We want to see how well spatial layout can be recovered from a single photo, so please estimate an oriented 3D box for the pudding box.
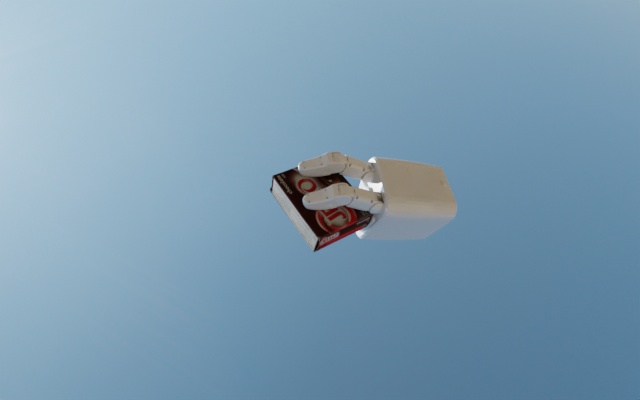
[{"bbox_3d":[0.000,0.002,0.629,0.090,0.113,0.039,-23,-30,-31],"label":"pudding box"}]
